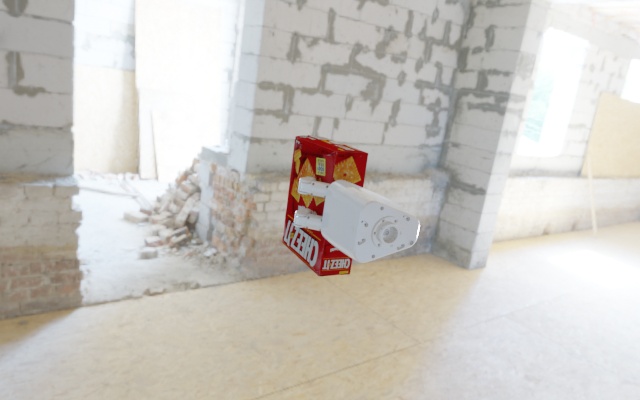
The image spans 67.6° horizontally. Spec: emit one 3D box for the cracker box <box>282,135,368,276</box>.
[{"bbox_3d":[0.000,0.003,0.843,0.072,0.214,0.164,1,16,-28],"label":"cracker box"}]
